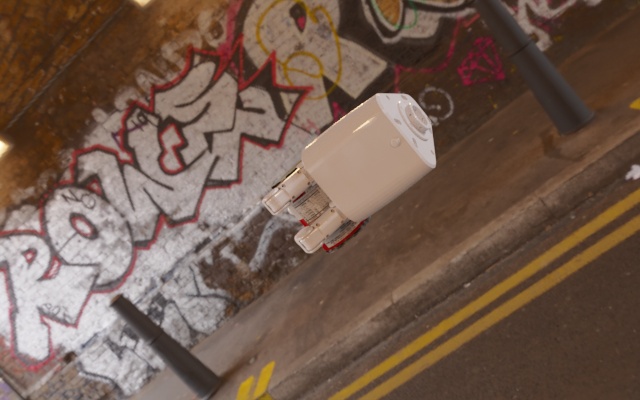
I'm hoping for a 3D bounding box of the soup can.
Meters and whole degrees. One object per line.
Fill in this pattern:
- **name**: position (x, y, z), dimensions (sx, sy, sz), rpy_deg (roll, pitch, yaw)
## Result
- **soup can**: position (0.000, 0.002, 0.556), dimensions (0.068, 0.102, 0.068), rpy_deg (-40, 7, 6)
